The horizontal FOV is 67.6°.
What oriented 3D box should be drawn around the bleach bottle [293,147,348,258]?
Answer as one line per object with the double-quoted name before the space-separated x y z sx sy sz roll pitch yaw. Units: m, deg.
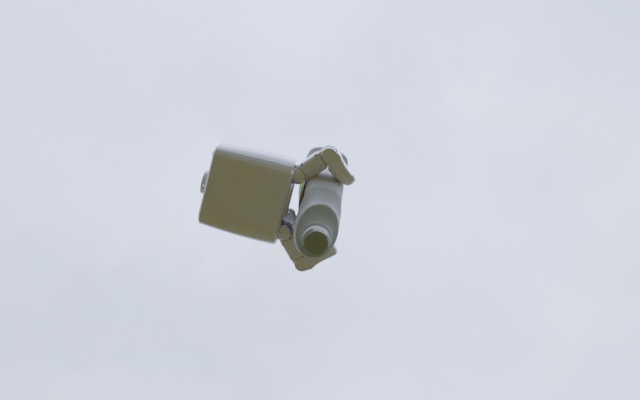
"bleach bottle" 0.000 0.002 0.640 0.068 0.102 0.250 14 17 -3
